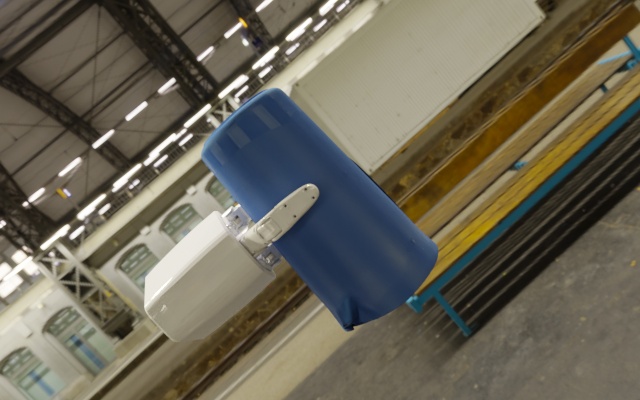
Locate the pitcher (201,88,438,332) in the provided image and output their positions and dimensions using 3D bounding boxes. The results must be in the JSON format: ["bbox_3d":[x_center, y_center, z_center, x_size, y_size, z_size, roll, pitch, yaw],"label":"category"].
[{"bbox_3d":[0.000,0.002,0.504,0.145,0.243,0.149,-42,6,-5],"label":"pitcher"}]
